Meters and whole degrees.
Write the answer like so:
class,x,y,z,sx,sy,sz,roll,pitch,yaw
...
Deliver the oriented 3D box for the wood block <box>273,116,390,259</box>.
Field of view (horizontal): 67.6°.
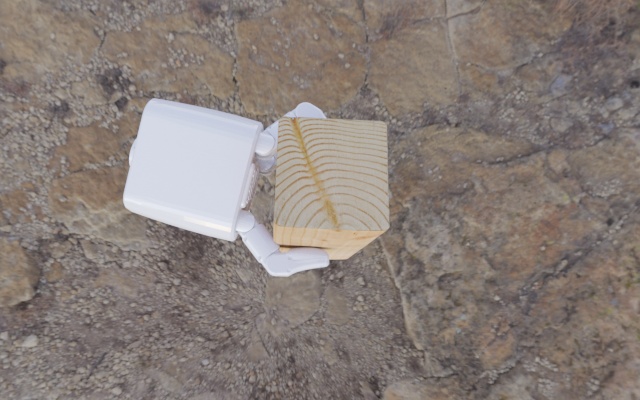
class,x,y,z,sx,sy,sz,roll,pitch,yaw
wood block,0.000,0.002,0.468,0.090,0.090,0.206,2,-13,-5
